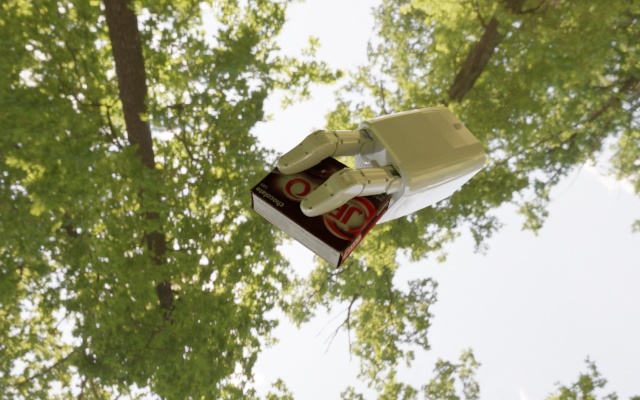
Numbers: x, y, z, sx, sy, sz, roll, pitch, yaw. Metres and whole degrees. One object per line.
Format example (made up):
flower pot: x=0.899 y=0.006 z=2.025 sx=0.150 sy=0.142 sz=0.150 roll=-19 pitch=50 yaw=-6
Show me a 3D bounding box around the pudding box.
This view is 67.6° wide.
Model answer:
pudding box: x=0.000 y=0.002 z=0.478 sx=0.113 sy=0.039 sz=0.090 roll=32 pitch=55 yaw=18
